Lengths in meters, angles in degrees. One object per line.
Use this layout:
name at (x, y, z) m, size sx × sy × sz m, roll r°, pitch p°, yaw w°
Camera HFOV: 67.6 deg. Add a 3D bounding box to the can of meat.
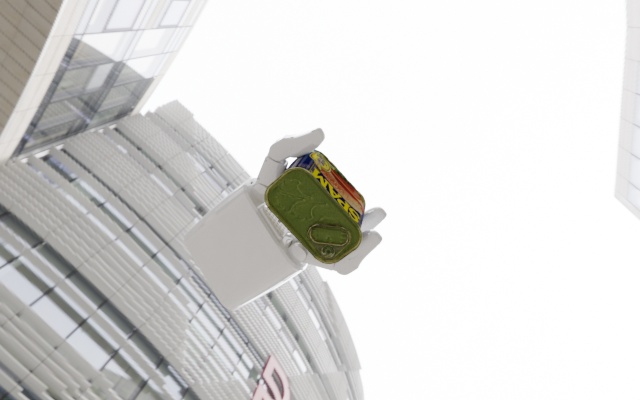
can of meat at (0.000, 0.001, 0.493) m, size 0.057 × 0.102 × 0.084 m, roll -39°, pitch 10°, yaw 22°
